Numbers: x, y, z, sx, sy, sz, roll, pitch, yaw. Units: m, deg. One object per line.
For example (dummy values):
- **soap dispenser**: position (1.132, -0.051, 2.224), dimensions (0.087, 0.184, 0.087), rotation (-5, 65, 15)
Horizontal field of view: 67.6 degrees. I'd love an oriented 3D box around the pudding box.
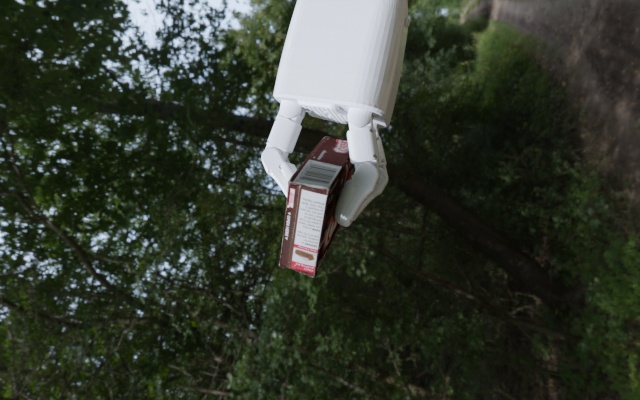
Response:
- **pudding box**: position (0.000, 0.001, 0.444), dimensions (0.039, 0.090, 0.113), rotation (15, 30, 12)
